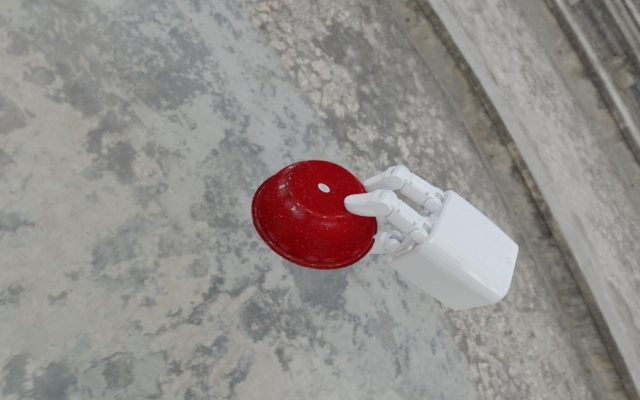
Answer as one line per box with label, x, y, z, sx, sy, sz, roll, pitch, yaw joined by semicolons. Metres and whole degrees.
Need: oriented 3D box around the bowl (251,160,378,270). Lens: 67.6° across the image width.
bowl;-0.001;0.001;0.577;0.162;0.162;0.055;0;-41;-18
